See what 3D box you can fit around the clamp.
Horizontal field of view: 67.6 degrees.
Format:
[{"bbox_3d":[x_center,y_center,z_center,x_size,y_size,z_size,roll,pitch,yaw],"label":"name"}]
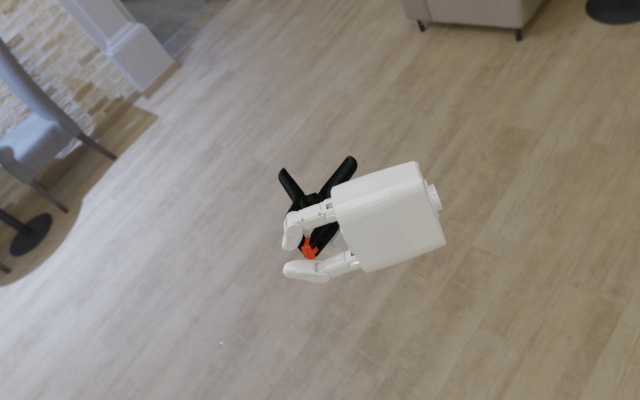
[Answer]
[{"bbox_3d":[0.000,0.002,0.659,0.120,0.171,0.039,-20,-43,14],"label":"clamp"}]
